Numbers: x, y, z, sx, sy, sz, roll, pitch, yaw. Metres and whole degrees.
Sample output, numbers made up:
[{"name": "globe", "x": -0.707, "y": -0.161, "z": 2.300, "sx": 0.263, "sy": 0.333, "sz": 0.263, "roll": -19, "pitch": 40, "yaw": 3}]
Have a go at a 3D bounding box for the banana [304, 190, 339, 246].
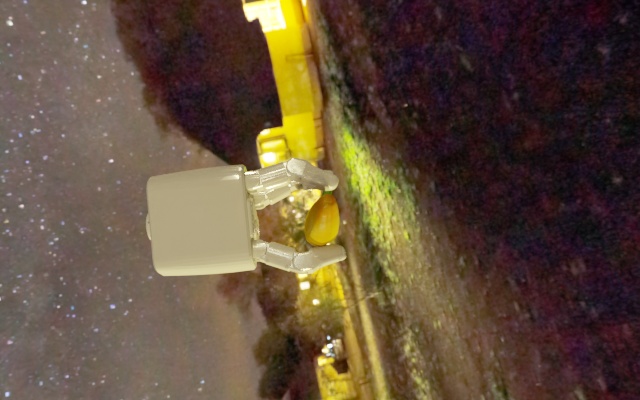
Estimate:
[{"name": "banana", "x": 0.000, "y": 0.020, "z": 0.552, "sx": 0.037, "sy": 0.069, "sz": 0.198, "roll": 1, "pitch": 6, "yaw": -1}]
